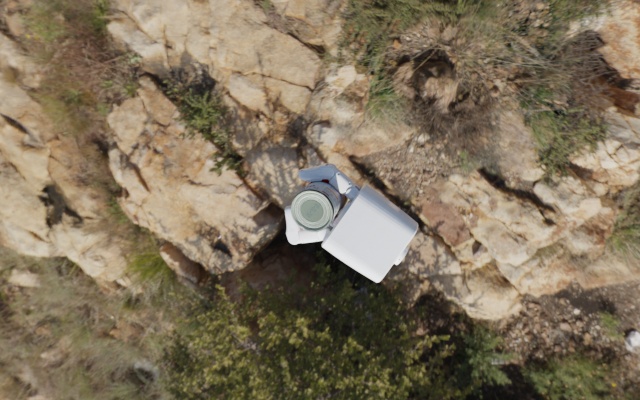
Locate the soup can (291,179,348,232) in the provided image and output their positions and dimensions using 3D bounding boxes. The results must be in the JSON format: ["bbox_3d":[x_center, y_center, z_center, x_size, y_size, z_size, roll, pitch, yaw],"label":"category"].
[{"bbox_3d":[0.000,0.002,0.746,0.068,0.068,0.102,0,16,16],"label":"soup can"}]
